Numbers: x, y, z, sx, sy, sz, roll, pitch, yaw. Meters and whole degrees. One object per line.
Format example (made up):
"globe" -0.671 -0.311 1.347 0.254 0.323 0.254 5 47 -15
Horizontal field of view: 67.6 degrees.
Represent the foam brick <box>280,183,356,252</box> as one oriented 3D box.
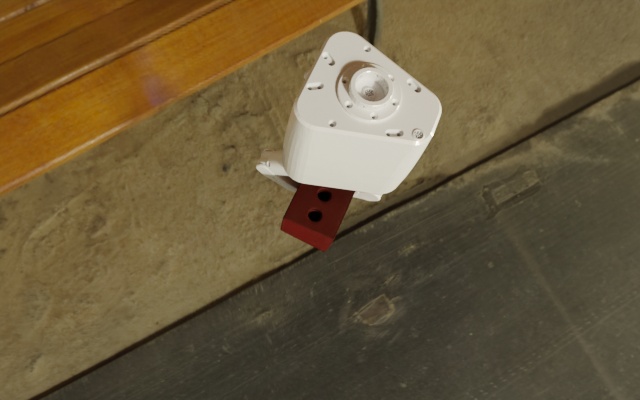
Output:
"foam brick" 0.000 0.002 0.473 0.053 0.078 0.051 24 -19 -1
